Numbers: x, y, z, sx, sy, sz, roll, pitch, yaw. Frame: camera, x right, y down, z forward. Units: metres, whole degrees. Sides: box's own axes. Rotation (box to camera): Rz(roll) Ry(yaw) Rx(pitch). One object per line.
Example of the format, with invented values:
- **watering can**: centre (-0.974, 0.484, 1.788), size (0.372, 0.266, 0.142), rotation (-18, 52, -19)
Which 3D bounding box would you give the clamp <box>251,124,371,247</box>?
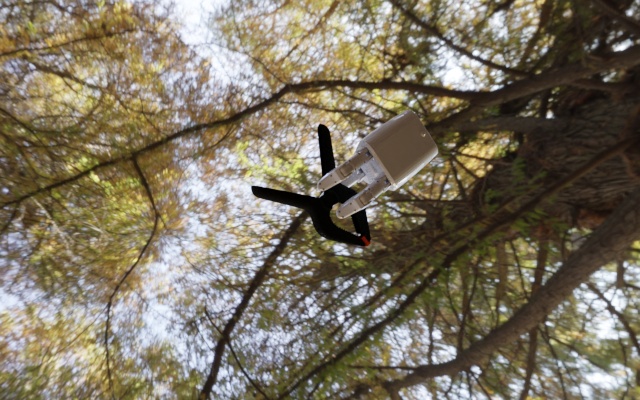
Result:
- **clamp**: centre (0.000, 0.003, 0.783), size (0.164, 0.210, 0.036), rotation (-37, 8, -13)
